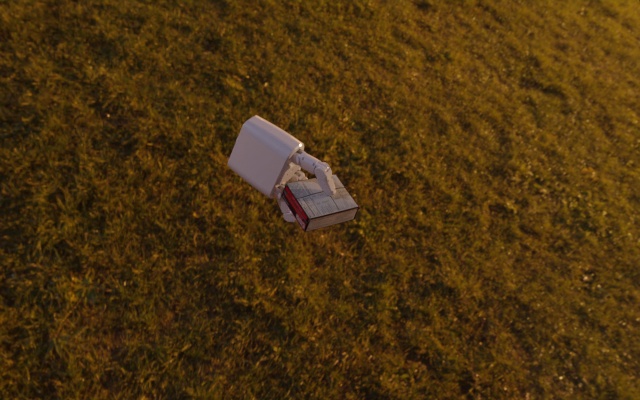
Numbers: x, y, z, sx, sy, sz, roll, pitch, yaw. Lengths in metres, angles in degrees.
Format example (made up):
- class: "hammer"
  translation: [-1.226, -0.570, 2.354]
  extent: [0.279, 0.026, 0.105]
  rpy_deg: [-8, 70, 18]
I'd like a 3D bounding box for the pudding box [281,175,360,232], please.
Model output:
- class: "pudding box"
  translation: [0.000, 0.003, 0.851]
  extent: [0.113, 0.090, 0.039]
  rpy_deg: [-14, -35, -31]
